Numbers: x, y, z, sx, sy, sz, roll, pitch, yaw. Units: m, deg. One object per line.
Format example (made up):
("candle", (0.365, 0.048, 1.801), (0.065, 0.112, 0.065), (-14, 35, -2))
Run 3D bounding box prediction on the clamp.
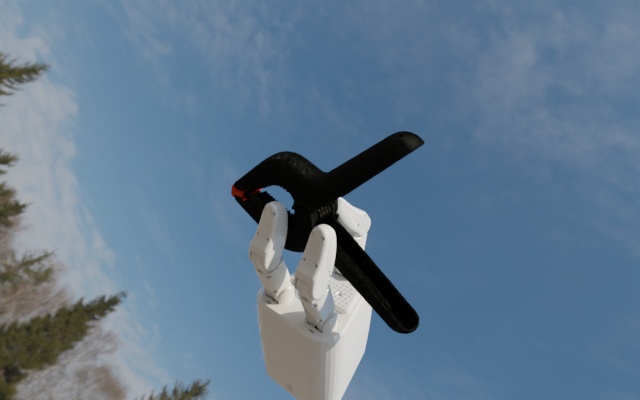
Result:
("clamp", (0.000, 0.001, 0.404), (0.210, 0.165, 0.036), (25, 35, 35))
